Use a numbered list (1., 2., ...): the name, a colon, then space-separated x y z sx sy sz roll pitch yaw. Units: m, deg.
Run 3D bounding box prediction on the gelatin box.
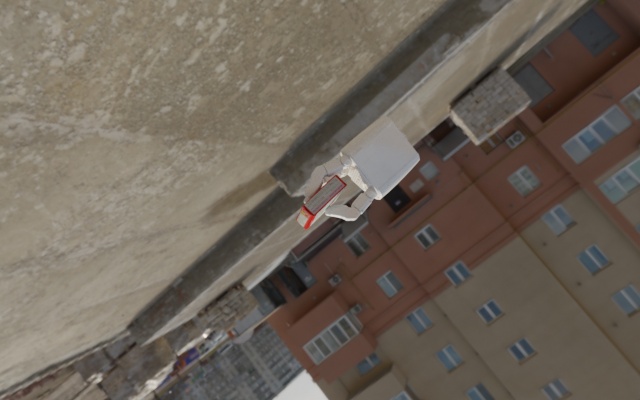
1. gelatin box: 0.000 0.003 0.840 0.089 0.030 0.073 -44 -6 -24
